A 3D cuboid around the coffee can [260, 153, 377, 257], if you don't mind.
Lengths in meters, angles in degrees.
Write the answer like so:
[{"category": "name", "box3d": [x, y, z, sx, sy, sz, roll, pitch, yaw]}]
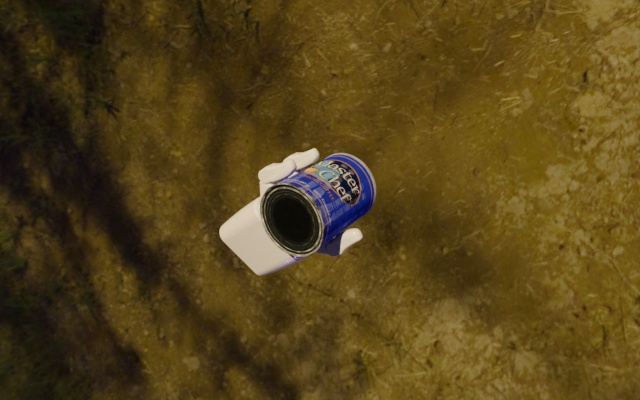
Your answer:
[{"category": "coffee can", "box3d": [0.000, 0.002, 0.661, 0.103, 0.103, 0.140, 0, 20, 36]}]
